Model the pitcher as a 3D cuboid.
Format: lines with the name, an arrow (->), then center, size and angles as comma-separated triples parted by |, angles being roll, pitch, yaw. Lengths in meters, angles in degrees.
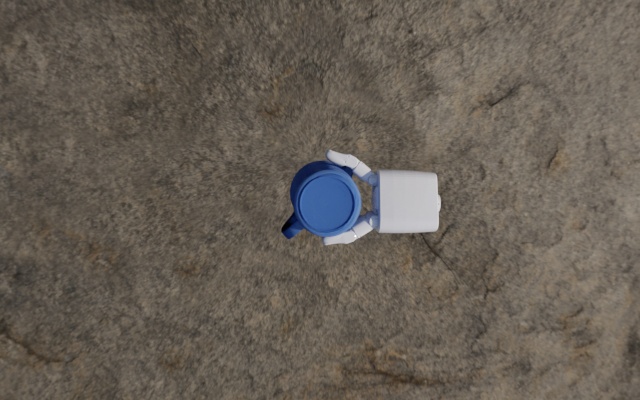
pitcher -> 0.000, 0.003, 0.862 | 0.145, 0.149, 0.243 | 2, 5, -1
